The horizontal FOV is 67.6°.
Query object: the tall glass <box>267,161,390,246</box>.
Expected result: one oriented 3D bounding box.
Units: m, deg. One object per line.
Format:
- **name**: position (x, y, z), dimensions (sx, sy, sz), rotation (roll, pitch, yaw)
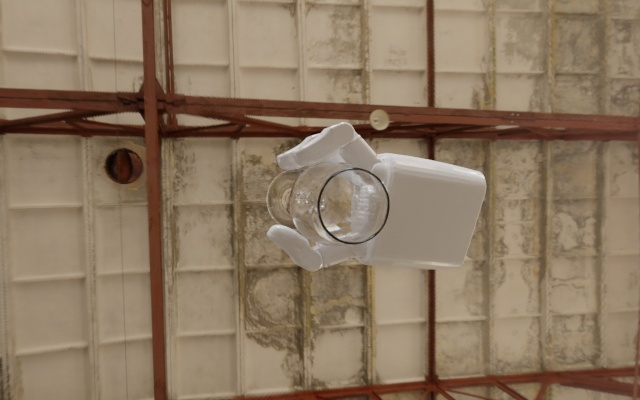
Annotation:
- **tall glass**: position (0.000, 0.002, 0.475), dimensions (0.079, 0.079, 0.201), rotation (0, 2, -16)
